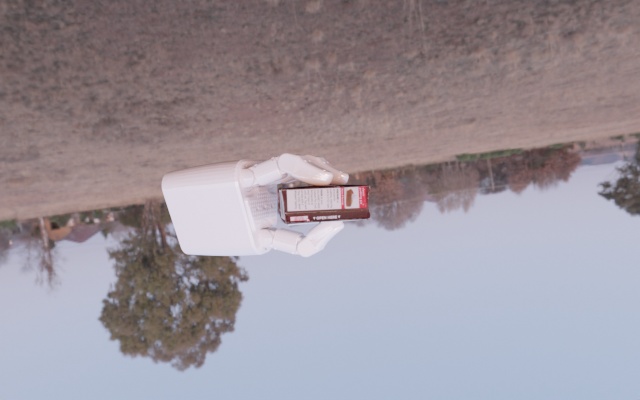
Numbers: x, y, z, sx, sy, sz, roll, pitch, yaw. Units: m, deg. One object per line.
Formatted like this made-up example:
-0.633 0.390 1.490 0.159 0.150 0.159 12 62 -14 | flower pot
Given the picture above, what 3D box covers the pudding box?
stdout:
0.000 0.002 0.524 0.090 0.039 0.113 -4 4 -7 | pudding box
